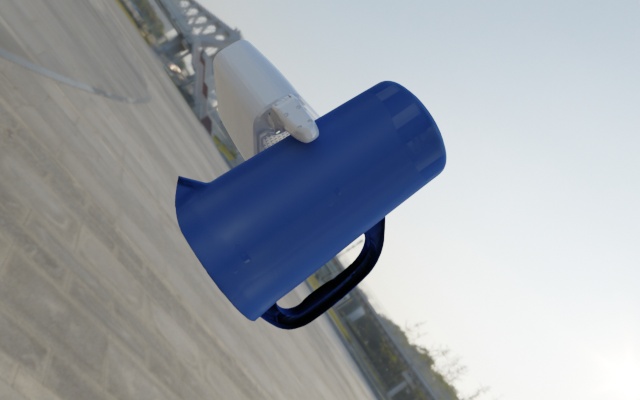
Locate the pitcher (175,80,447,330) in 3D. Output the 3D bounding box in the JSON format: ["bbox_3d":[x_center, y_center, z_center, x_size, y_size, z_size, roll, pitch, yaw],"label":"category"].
[{"bbox_3d":[0.000,0.001,0.459,0.243,0.145,0.149,-34,-29,-6],"label":"pitcher"}]
